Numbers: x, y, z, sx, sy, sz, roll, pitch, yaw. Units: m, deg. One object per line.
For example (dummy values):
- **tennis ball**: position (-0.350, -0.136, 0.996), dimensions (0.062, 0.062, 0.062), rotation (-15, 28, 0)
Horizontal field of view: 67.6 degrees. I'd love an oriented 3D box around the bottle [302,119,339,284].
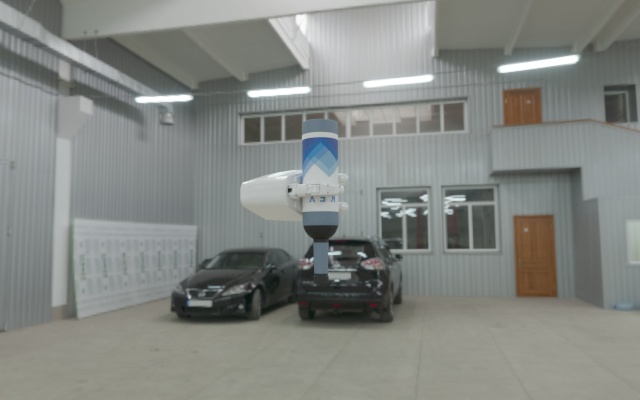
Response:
- **bottle**: position (0.000, 0.003, 0.876), dimensions (0.069, 0.295, 0.069), rotation (0, -5, 0)
